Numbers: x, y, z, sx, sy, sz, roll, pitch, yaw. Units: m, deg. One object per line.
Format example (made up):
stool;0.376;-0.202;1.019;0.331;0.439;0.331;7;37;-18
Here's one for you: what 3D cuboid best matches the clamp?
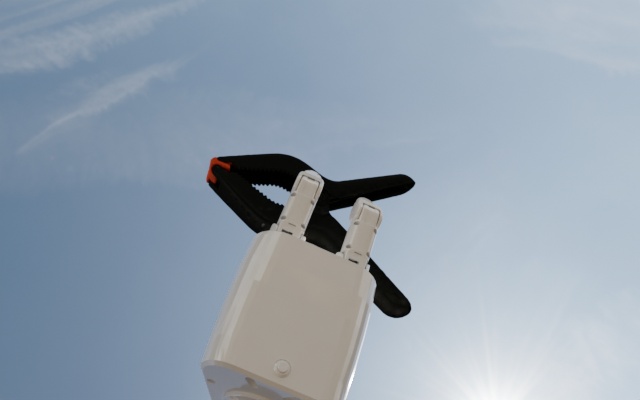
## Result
clamp;-0.001;0.002;0.450;0.210;0.164;0.036;25;-44;-4
